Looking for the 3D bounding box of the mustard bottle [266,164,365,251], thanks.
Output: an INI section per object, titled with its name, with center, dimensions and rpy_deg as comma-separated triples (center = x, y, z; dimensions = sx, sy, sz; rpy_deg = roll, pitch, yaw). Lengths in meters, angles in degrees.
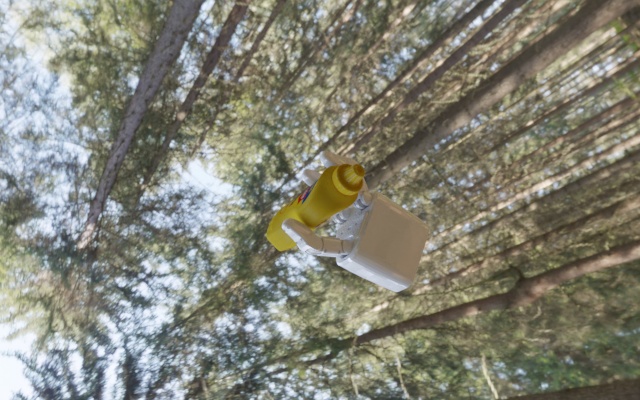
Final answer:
[mustard bottle]
center = 0.000, 0.002, 0.664
dimensions = 0.096, 0.058, 0.192
rpy_deg = -45, 5, -41
